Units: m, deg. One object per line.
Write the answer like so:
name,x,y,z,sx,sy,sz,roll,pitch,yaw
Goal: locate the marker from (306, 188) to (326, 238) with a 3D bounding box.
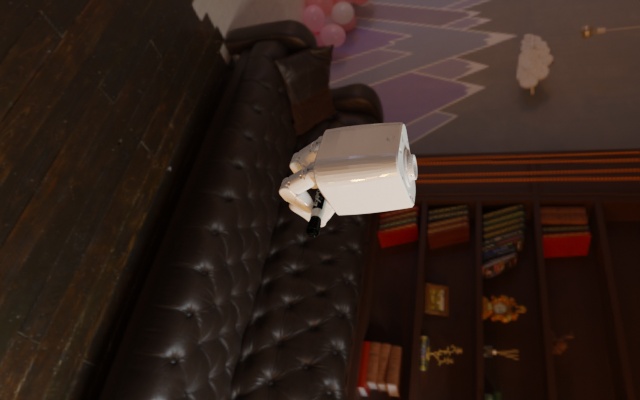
marker,0.000,0.002,0.660,0.020,0.121,0.020,8,-42,8
